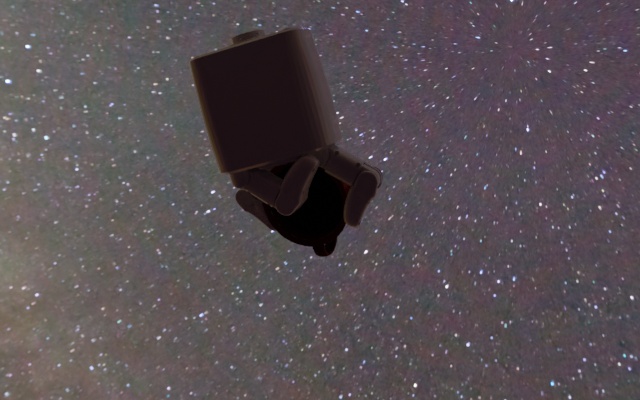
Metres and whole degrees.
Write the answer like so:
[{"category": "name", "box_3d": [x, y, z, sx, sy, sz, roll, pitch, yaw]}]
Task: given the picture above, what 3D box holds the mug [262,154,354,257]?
[{"category": "mug", "box_3d": [0.001, 0.003, 0.509, 0.093, 0.117, 0.081, -6, 16, 23]}]
